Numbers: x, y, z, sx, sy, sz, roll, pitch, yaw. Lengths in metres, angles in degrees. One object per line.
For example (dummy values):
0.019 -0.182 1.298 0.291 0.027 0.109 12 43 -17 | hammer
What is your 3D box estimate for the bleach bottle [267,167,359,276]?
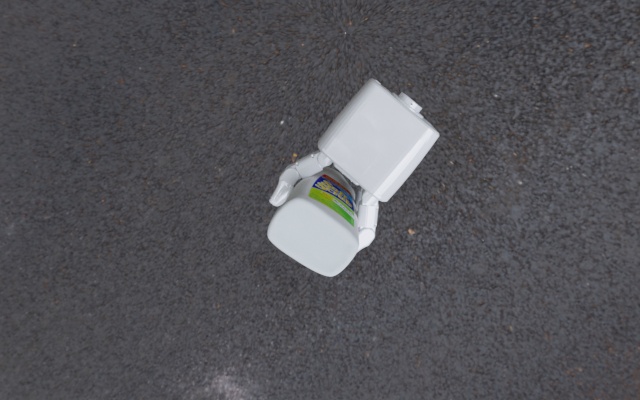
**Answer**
0.000 0.002 0.632 0.102 0.068 0.250 35 18 -9 | bleach bottle
